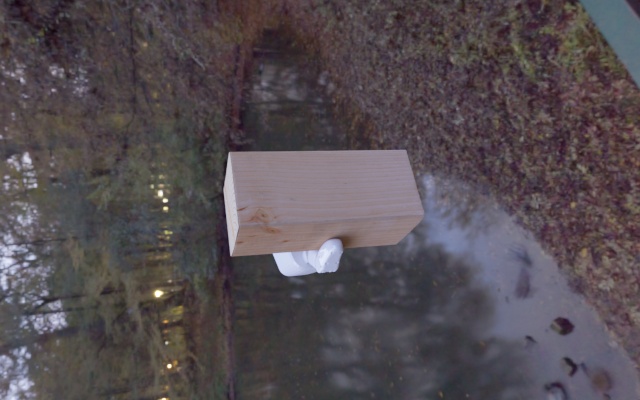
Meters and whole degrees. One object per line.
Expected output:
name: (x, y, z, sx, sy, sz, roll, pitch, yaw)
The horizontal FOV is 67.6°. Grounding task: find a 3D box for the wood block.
wood block: (0.000, 0.002, 0.549, 0.206, 0.090, 0.090, -3, -25, -17)
